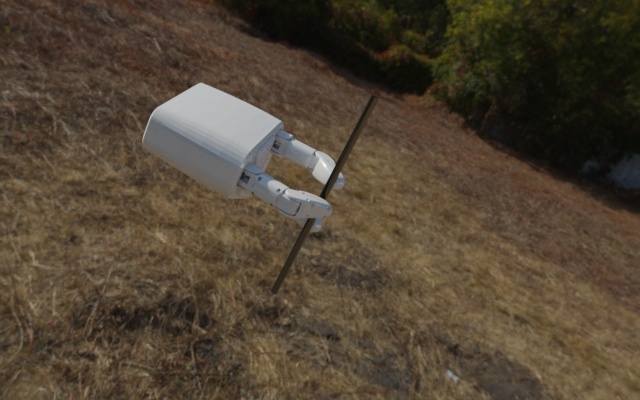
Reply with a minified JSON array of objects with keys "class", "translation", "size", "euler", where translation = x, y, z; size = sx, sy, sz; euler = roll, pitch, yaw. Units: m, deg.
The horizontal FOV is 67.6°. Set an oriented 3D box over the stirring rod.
[{"class":"stirring rod","translation":[0.000,0.002,0.496],"size":[0.011,0.239,0.011],"euler":[24,19,-9]}]
